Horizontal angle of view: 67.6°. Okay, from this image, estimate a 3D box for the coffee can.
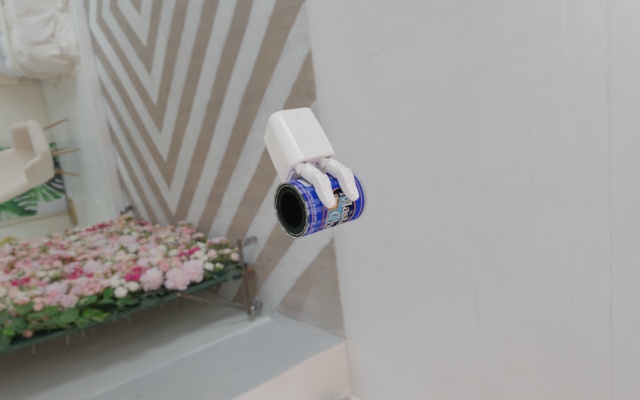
[{"bbox_3d":[0.000,0.003,0.876,0.140,0.103,0.103,-16,9,-37],"label":"coffee can"}]
